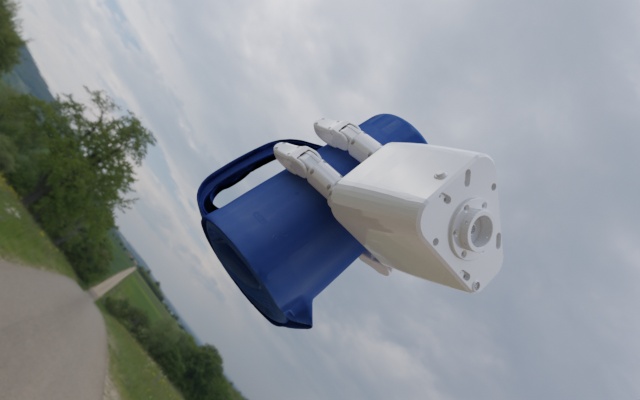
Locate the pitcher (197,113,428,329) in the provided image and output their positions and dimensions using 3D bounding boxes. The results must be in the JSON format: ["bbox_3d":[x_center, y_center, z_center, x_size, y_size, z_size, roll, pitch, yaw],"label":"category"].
[{"bbox_3d":[0.000,0.002,0.511,0.242,0.149,0.145,-37,26,-23],"label":"pitcher"}]
